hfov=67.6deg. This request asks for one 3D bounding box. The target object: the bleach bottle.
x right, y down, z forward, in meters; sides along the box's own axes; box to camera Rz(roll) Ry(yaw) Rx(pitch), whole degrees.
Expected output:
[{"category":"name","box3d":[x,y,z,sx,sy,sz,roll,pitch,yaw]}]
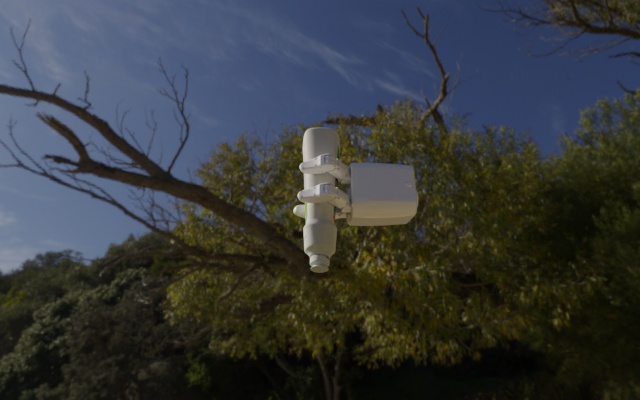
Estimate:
[{"category":"bleach bottle","box3d":[0.000,0.003,0.812,0.068,0.250,0.103,1,-29,1]}]
